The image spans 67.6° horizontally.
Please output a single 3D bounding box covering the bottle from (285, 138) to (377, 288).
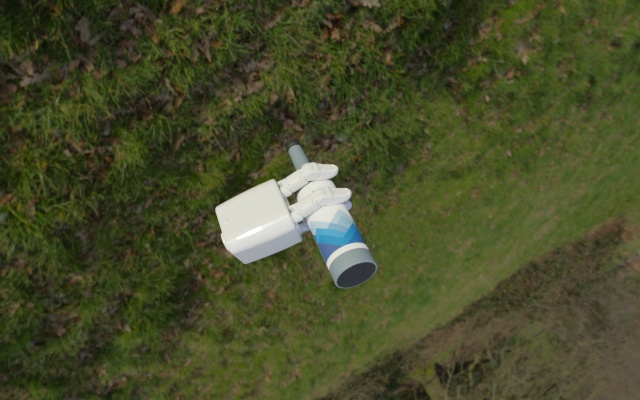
[{"bbox_3d":[0.000,0.003,0.780,0.069,0.295,0.069,-16,-38,-13],"label":"bottle"}]
